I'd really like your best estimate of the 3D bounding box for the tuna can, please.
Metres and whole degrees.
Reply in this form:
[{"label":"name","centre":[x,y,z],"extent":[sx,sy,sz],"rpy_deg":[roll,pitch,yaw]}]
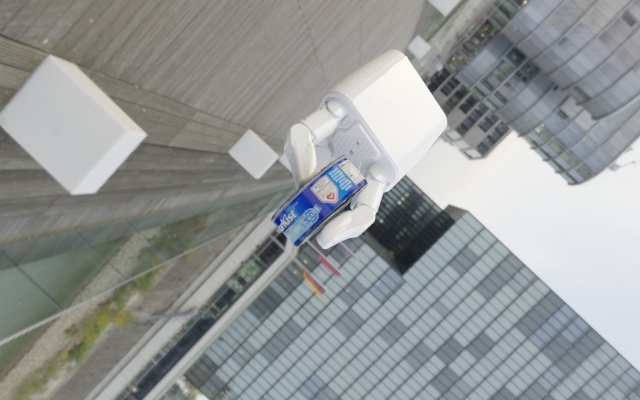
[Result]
[{"label":"tuna can","centre":[0.000,0.002,0.414],"extent":[0.086,0.034,0.086],"rpy_deg":[-42,-4,-3]}]
